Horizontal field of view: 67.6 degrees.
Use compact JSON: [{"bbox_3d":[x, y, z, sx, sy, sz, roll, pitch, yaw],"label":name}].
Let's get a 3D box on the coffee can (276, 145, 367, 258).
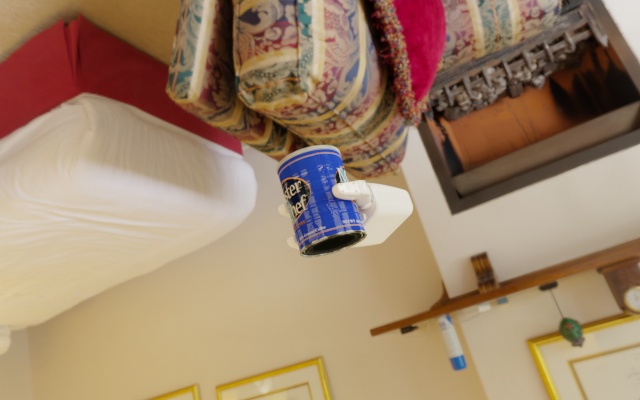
[{"bbox_3d":[0.000,0.002,0.718,0.103,0.140,0.103,-15,-19,-5],"label":"coffee can"}]
